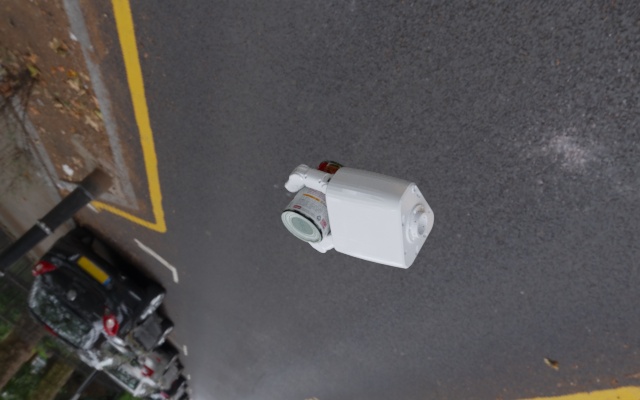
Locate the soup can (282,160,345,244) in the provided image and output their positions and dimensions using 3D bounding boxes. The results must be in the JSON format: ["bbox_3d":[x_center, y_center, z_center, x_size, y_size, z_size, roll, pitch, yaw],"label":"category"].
[{"bbox_3d":[0.000,0.002,0.674,0.068,0.102,0.069,27,-31,17],"label":"soup can"}]
